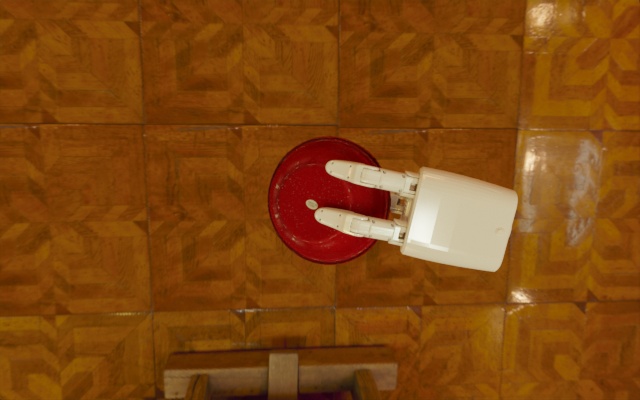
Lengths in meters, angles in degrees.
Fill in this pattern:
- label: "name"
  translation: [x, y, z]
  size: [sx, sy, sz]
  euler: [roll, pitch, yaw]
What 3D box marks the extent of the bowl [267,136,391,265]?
- label: "bowl"
  translation: [-0.001, 0.002, 0.574]
  size: [0.162, 0.162, 0.055]
  euler: [0, 3, 18]
